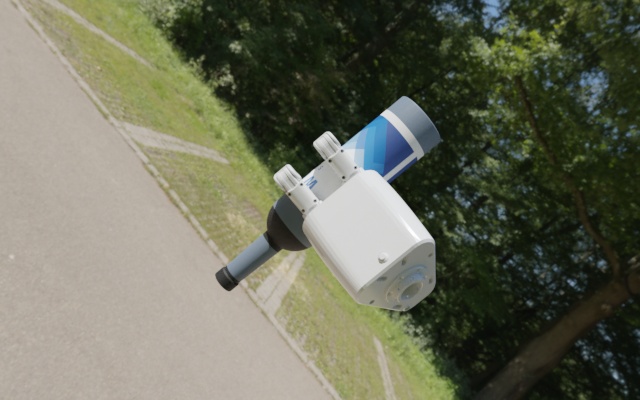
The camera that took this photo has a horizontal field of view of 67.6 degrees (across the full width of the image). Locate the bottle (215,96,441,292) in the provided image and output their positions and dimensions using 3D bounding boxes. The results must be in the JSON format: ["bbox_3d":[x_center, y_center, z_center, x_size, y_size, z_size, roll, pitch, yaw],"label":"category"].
[{"bbox_3d":[0.000,0.002,0.546,0.296,0.069,0.069,-39,-3,3],"label":"bottle"}]
